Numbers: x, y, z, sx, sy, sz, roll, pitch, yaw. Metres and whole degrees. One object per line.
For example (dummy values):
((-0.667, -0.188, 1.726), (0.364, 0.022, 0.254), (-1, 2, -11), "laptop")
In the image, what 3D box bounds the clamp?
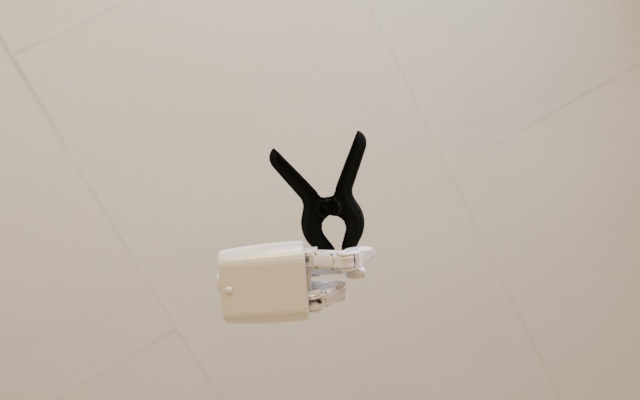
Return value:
((0.000, 0.002, 0.597), (0.120, 0.171, 0.039), (-2, 5, 9), "clamp")
